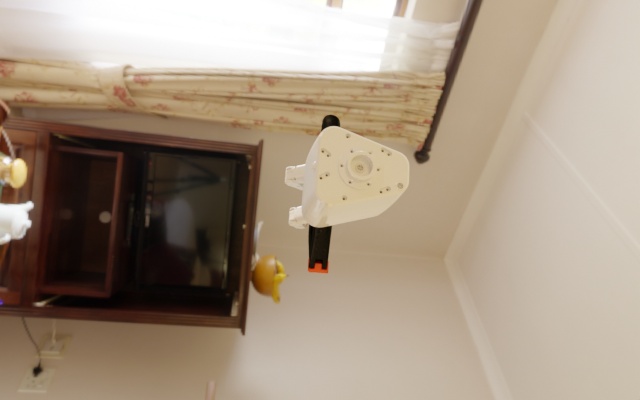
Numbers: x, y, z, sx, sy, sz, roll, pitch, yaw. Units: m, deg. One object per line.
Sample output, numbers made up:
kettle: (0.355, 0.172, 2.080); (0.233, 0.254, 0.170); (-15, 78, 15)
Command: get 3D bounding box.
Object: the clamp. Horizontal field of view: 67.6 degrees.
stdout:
clamp: (0.001, 0.003, 0.697); (0.036, 0.210, 0.164); (5, -14, -6)
